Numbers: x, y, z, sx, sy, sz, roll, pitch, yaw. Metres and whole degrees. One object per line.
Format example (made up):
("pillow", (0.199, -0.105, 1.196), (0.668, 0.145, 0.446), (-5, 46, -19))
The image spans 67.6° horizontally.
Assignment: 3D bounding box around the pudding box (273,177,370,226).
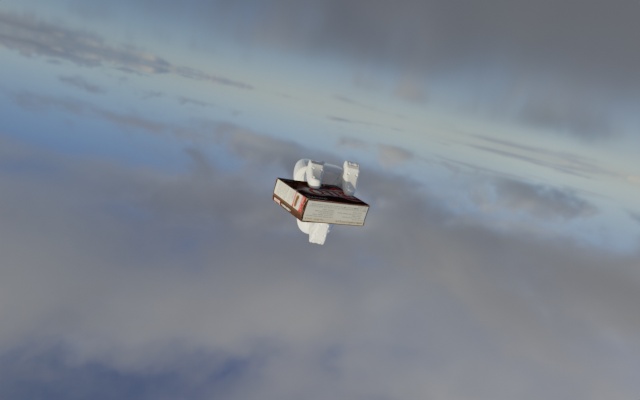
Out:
("pudding box", (0.000, 0.002, 0.689), (0.113, 0.039, 0.090), (4, 17, -35))
